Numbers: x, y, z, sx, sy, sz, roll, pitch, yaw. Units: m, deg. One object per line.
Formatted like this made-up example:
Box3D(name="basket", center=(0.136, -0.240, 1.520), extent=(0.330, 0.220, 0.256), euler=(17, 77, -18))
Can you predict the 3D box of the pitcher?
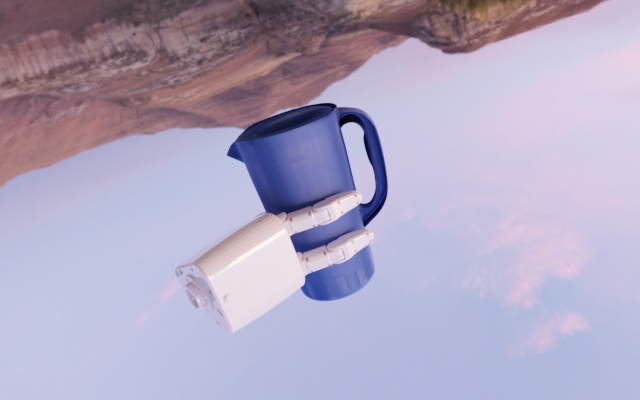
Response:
Box3D(name="pitcher", center=(0.000, 0.002, 0.618), extent=(0.145, 0.243, 0.149), euler=(-33, 25, -33))
